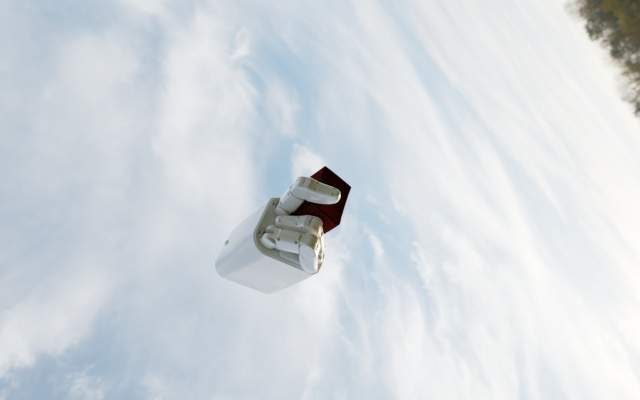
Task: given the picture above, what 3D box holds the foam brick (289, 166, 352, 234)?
[{"bbox_3d":[0.000,0.002,0.653,0.053,0.078,0.051,40,-48,-18],"label":"foam brick"}]
